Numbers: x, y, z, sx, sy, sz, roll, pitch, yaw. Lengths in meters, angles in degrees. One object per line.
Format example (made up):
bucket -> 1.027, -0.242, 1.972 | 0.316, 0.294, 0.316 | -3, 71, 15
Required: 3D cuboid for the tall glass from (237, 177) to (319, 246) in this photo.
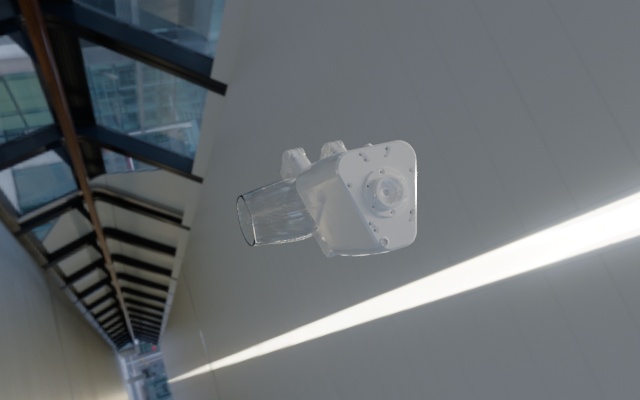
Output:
tall glass -> 0.001, 0.002, 0.600 | 0.201, 0.079, 0.079 | -14, 6, -23
